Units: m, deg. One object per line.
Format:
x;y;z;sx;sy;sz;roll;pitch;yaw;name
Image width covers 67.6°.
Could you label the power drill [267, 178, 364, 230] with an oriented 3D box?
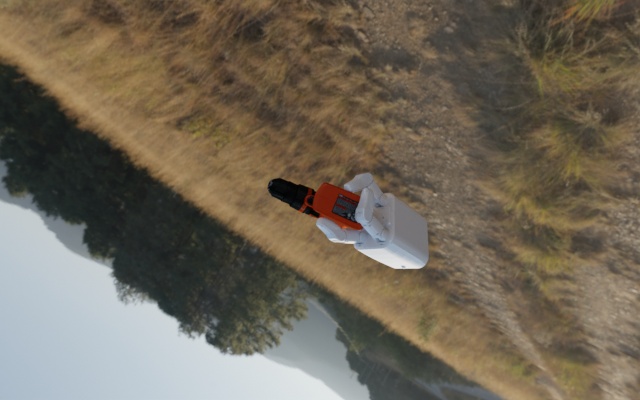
0.000;0.003;0.885;0.184;0.057;0.187;22;-4;-15;power drill
